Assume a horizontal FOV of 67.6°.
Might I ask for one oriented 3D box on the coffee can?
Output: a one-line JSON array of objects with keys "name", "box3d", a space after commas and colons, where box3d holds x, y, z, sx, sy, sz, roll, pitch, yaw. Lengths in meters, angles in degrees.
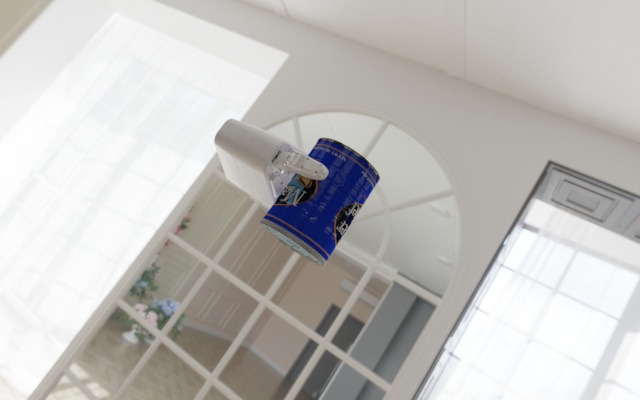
[{"name": "coffee can", "box3d": [0.000, 0.002, 0.640, 0.103, 0.140, 0.103, 32, -12, 8]}]
